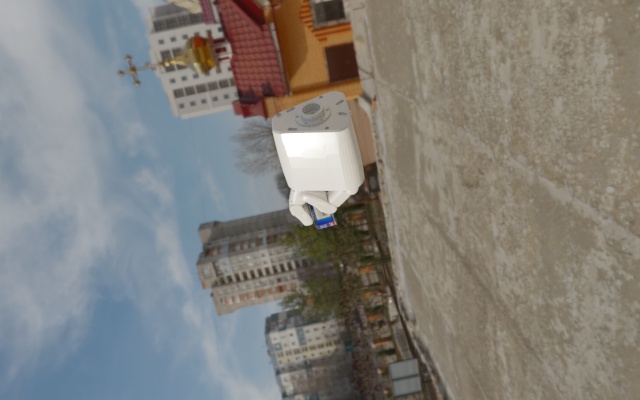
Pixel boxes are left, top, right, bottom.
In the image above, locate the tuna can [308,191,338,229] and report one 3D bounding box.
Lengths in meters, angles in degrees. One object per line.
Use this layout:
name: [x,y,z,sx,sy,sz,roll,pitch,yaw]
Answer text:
tuna can: [0.000,0.003,0.778,0.034,0.086,0.086,-16,-1,4]
